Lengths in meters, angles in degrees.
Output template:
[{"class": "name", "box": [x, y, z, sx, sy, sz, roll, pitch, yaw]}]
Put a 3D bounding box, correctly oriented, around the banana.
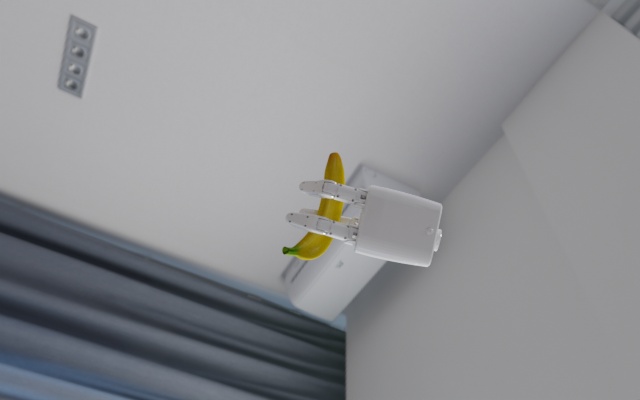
[{"class": "banana", "box": [0.006, 0.017, 0.718, 0.037, 0.197, 0.070, 2, -40, 29]}]
